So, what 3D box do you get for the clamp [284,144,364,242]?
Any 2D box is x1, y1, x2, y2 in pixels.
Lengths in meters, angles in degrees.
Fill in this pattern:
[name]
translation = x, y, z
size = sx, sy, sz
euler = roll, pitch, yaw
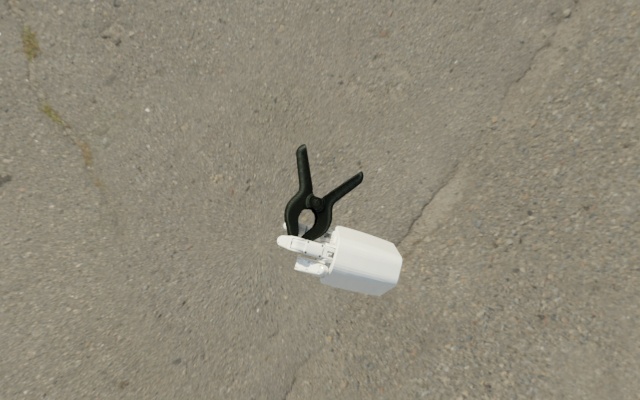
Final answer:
[clamp]
translation = 0.000, 0.003, 0.784
size = 0.120, 0.171, 0.039
euler = 15, -7, -4
